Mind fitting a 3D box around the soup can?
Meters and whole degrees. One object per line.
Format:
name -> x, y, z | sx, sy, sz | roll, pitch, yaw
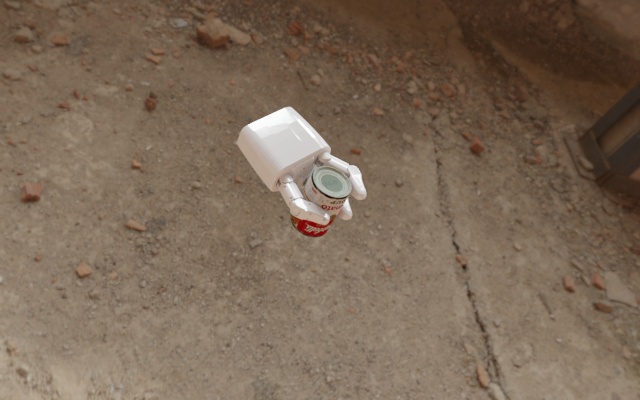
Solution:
soup can -> 0.000, 0.003, 0.759 | 0.068, 0.068, 0.102 | 0, -39, -28
